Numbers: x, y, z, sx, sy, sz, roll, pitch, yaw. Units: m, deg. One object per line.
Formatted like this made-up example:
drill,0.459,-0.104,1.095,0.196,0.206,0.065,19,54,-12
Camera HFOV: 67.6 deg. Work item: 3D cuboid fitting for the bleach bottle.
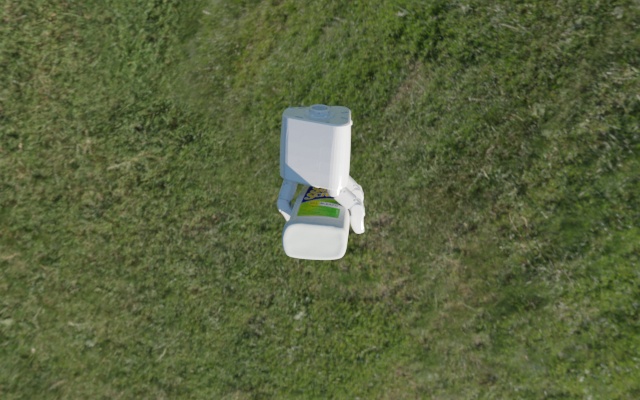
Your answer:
bleach bottle,0.000,0.003,0.824,0.102,0.068,0.250,4,29,2
